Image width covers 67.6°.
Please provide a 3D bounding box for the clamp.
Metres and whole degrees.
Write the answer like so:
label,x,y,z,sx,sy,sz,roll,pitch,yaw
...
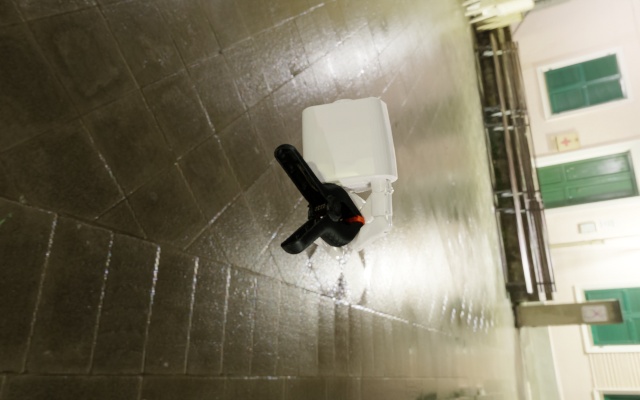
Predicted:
label,x,y,z,sx,sy,sz,roll,pitch,yaw
clamp,0.001,0.002,0.558,0.039,0.120,0.171,-9,-9,27
